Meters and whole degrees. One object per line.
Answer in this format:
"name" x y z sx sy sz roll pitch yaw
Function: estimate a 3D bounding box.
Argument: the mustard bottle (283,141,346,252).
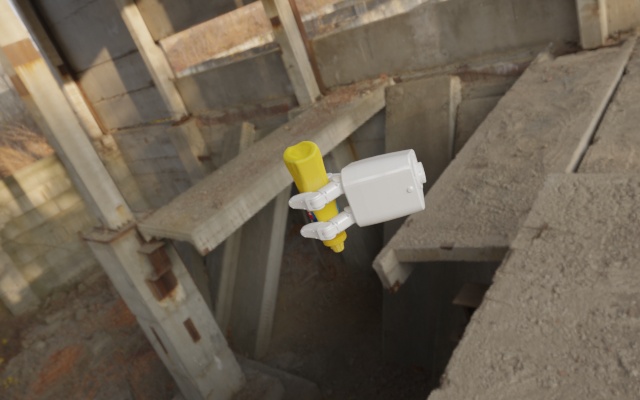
"mustard bottle" 0.000 0.002 0.782 0.058 0.192 0.096 -25 24 -5
